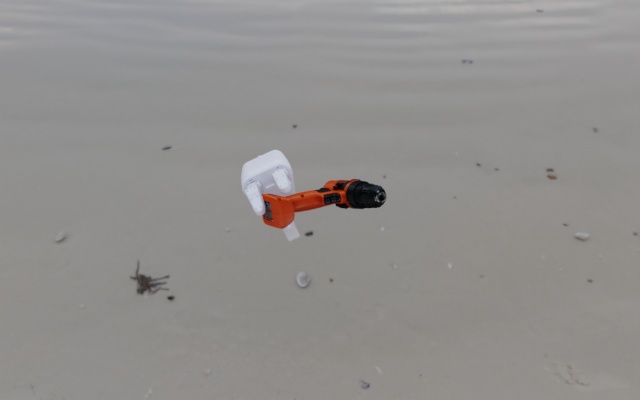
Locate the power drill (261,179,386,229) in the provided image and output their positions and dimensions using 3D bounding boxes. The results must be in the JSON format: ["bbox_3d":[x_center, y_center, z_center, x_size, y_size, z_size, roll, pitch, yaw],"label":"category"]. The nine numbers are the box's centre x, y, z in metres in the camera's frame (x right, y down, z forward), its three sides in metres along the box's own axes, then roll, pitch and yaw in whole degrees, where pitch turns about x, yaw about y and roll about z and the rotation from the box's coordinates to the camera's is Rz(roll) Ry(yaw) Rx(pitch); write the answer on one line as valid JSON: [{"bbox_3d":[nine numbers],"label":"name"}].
[{"bbox_3d":[0.000,0.003,0.839,0.187,0.057,0.184,-11,7,-25],"label":"power drill"}]
